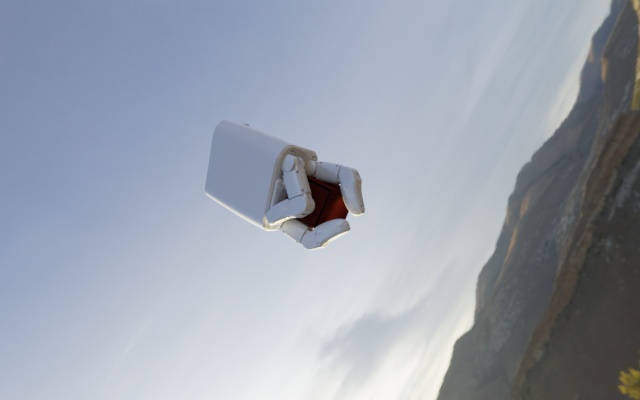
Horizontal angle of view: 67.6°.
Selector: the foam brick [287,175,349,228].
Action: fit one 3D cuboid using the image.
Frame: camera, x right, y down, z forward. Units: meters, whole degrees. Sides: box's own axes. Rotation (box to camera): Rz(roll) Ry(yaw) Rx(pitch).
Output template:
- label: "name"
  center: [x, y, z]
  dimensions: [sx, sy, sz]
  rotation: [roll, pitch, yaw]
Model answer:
- label: "foam brick"
  center: [0.000, 0.002, 0.597]
  dimensions: [0.051, 0.053, 0.078]
  rotation: [26, 8, 25]
